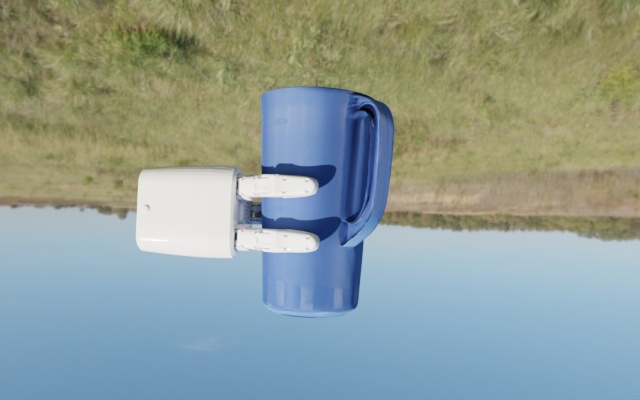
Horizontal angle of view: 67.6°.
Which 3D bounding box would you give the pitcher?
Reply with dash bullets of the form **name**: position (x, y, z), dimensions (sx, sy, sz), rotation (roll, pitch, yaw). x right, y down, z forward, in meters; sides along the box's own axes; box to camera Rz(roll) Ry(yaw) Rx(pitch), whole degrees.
- **pitcher**: position (0.000, 0.002, 0.531), dimensions (0.145, 0.243, 0.149), rotation (2, -2, 3)
